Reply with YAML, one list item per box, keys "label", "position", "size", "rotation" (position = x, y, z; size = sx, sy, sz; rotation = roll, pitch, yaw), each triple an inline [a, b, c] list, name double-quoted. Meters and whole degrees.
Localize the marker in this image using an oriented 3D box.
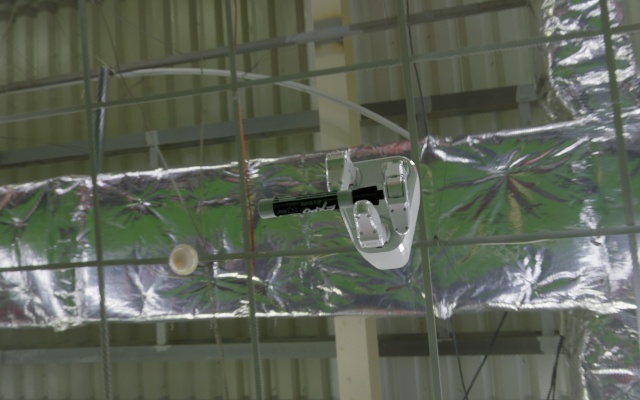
- label: "marker"
  position: [0.000, 0.001, 0.456]
  size: [0.121, 0.020, 0.020]
  rotation: [-7, -2, 13]
